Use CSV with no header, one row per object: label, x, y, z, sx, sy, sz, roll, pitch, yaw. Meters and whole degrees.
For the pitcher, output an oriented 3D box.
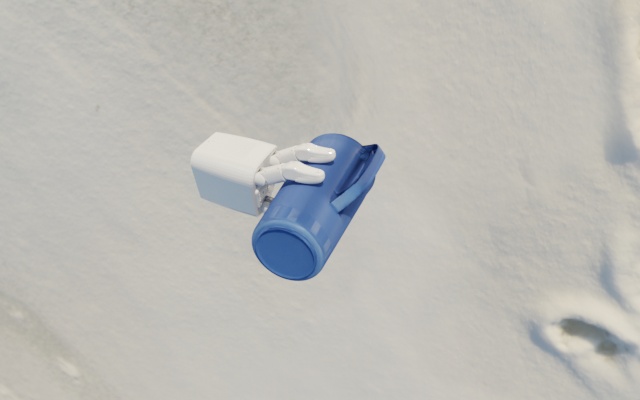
pitcher,0.000,0.002,0.728,0.145,0.149,0.242,17,39,11
